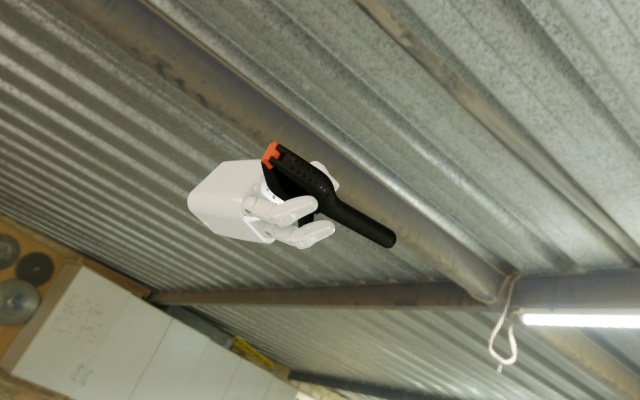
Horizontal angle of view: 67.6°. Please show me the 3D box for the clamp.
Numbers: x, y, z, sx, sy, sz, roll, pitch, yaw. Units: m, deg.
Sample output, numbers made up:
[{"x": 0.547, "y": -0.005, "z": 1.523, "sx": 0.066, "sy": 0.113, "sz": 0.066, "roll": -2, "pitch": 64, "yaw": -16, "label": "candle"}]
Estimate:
[{"x": 0.000, "y": 0.001, "z": 0.626, "sx": 0.164, "sy": 0.036, "sz": 0.210, "roll": 5, "pitch": -32, "yaw": 33, "label": "clamp"}]
